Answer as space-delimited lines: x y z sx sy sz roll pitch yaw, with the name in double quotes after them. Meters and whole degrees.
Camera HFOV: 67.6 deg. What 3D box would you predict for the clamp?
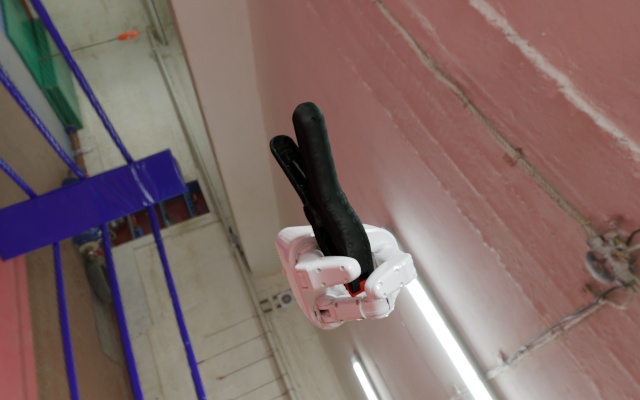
0.001 0.001 0.433 0.039 0.171 0.120 -21 9 -12 "clamp"
